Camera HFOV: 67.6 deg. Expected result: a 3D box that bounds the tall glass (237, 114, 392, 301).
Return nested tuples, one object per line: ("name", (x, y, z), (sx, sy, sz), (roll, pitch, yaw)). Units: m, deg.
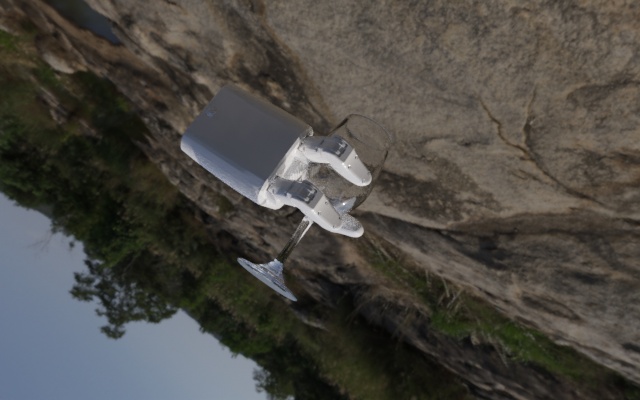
("tall glass", (0.000, 0.002, 0.508), (0.079, 0.201, 0.079), (32, -17, 11))
